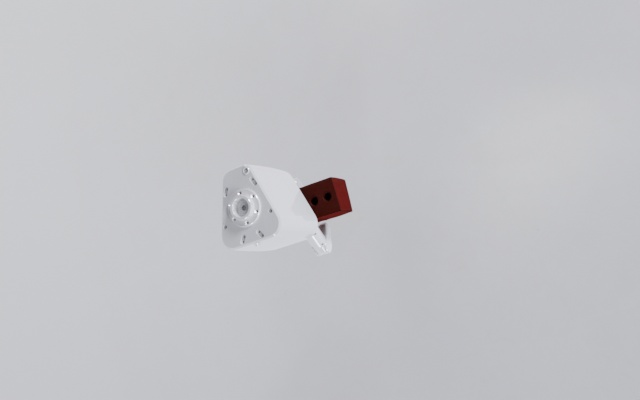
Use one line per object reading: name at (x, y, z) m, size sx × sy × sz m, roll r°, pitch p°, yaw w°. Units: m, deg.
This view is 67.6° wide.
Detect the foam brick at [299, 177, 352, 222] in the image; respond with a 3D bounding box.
foam brick at (0.000, 0.002, 0.719) m, size 0.078 × 0.053 × 0.051 m, roll -19°, pitch -11°, yaw 22°
